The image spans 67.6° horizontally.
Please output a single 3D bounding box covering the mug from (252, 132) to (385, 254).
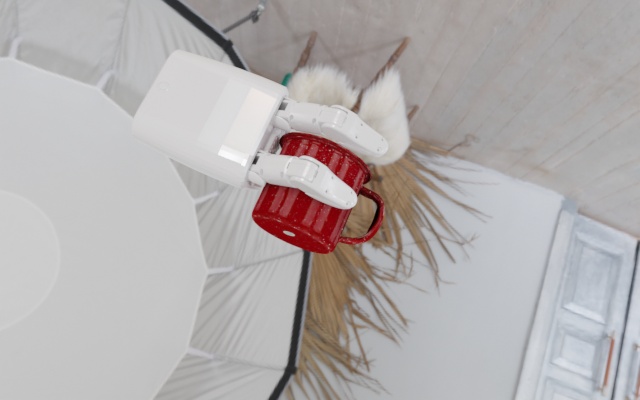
[{"bbox_3d":[0.001,0.002,0.435,0.117,0.081,0.093,23,-16,3],"label":"mug"}]
